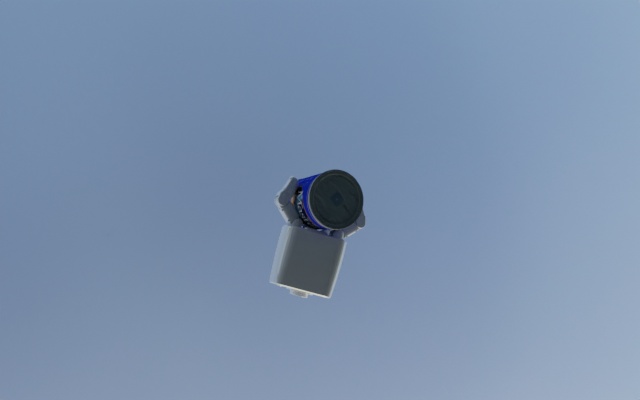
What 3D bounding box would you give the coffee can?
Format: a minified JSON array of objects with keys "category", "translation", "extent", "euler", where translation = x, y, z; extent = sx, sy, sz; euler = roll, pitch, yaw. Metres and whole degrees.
[{"category":"coffee can","translation":[0.000,0.003,0.869],"extent":[0.103,0.103,0.140],"euler":[0,-4,-24]}]
